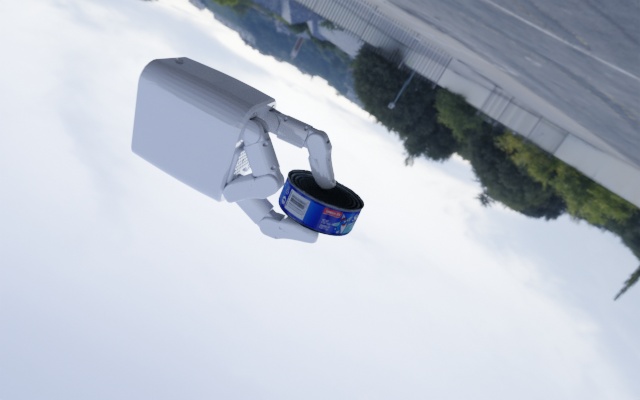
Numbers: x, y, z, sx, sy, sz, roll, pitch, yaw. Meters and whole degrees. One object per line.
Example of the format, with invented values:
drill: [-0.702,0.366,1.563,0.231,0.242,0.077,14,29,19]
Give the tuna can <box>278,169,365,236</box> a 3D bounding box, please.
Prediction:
tuna can: [0.000,0.002,0.497,0.086,0.034,0.086,21,19,-8]
